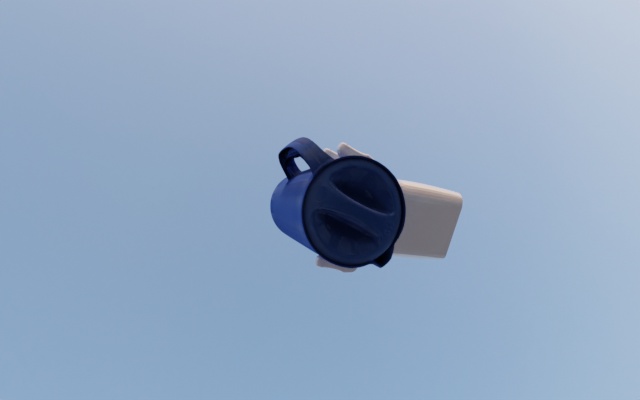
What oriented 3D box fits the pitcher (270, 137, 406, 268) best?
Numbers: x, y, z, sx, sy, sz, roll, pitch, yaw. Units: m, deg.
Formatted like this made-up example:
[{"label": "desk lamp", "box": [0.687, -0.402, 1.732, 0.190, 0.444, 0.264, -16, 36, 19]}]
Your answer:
[{"label": "pitcher", "box": [0.000, 0.002, 0.667, 0.145, 0.149, 0.243, 7, -1, -19]}]
